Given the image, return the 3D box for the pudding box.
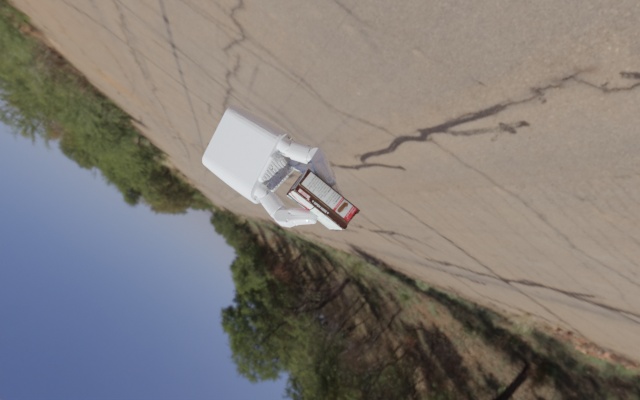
[{"bbox_3d":[0.000,0.002,0.675,0.090,0.039,0.113,38,-6,-5],"label":"pudding box"}]
